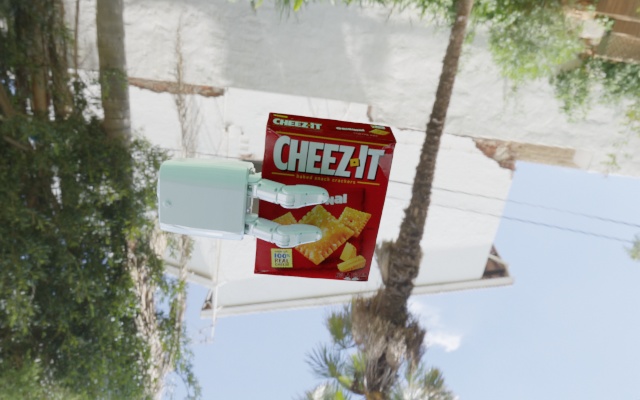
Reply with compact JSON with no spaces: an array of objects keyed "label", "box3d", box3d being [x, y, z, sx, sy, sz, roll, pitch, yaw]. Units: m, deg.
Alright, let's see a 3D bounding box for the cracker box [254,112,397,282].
[{"label":"cracker box","box3d":[0.000,0.002,0.641,0.164,0.214,0.072,6,25,-5]}]
